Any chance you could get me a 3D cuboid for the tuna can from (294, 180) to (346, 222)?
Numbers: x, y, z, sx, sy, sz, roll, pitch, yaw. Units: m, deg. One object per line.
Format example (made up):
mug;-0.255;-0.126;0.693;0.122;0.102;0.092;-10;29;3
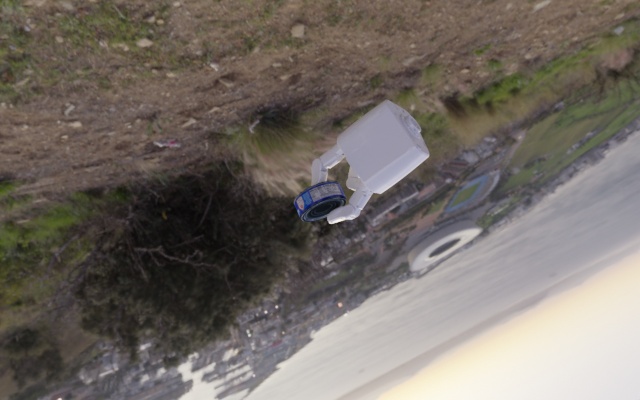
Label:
tuna can;0.000;0.003;0.809;0.086;0.033;0.086;-20;-21;-8
